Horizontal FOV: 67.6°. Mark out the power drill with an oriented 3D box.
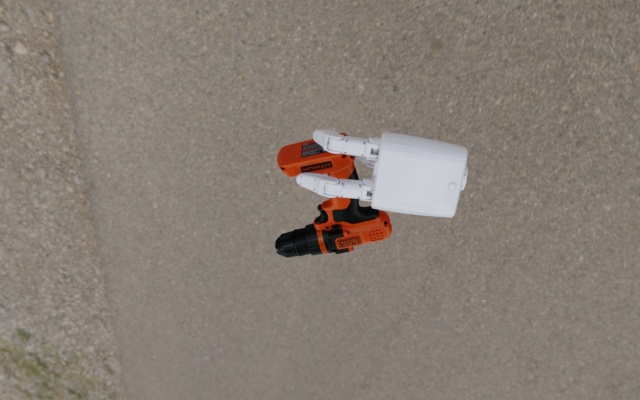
[{"bbox_3d":[0.000,0.002,0.698,0.184,0.188,0.057,-14,38,7],"label":"power drill"}]
